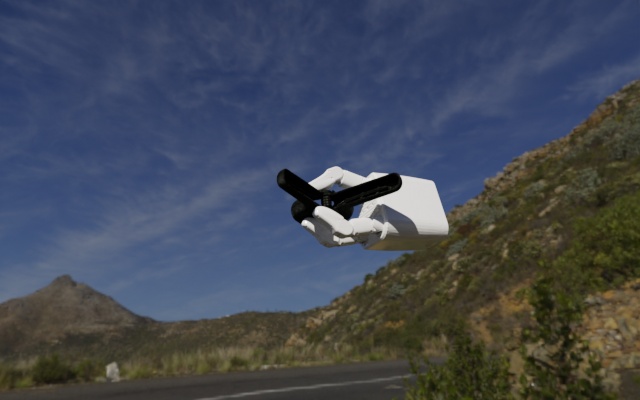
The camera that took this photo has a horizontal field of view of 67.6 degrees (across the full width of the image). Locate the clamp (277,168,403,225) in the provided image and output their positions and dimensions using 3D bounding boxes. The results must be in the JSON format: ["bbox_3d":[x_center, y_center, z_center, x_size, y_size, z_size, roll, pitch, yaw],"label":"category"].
[{"bbox_3d":[0.000,0.002,0.689,0.164,0.036,0.210,5,-21,-18],"label":"clamp"}]
